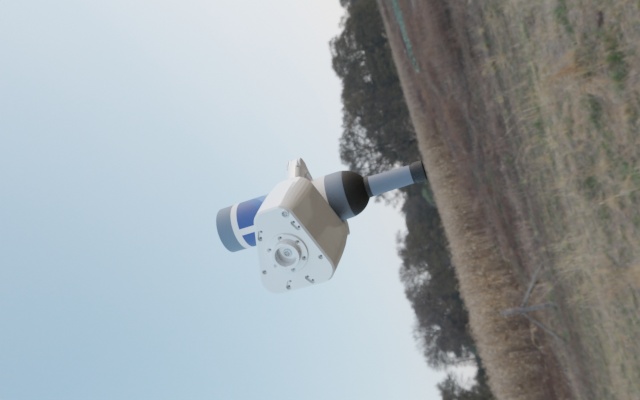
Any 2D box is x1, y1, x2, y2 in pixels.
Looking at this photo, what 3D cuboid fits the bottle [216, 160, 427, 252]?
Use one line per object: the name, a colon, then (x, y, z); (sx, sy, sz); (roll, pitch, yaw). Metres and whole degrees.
bottle: (0.000, 0.002, 0.662); (0.296, 0.069, 0.069); (-17, -5, 15)
